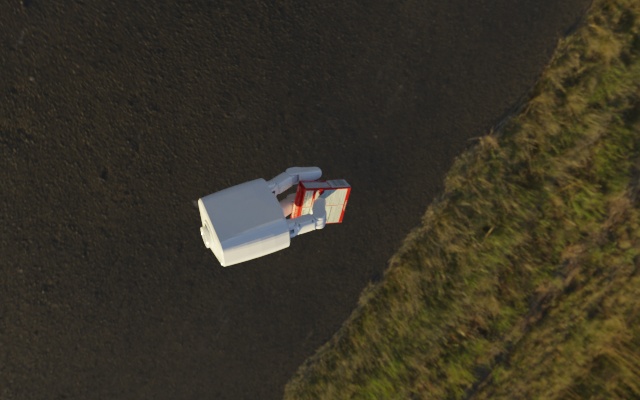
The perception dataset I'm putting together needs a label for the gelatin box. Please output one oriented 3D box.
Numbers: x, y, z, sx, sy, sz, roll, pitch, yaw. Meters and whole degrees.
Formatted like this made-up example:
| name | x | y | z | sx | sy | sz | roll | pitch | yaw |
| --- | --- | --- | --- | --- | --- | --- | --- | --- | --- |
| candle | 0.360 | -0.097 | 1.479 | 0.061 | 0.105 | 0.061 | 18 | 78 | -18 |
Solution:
| name | x | y | z | sx | sy | sz | roll | pitch | yaw |
| --- | --- | --- | --- | --- | --- | --- | --- | --- | --- |
| gelatin box | 0.001 | 0.003 | 0.801 | 0.089 | 0.073 | 0.030 | -3 | 35 | -26 |
